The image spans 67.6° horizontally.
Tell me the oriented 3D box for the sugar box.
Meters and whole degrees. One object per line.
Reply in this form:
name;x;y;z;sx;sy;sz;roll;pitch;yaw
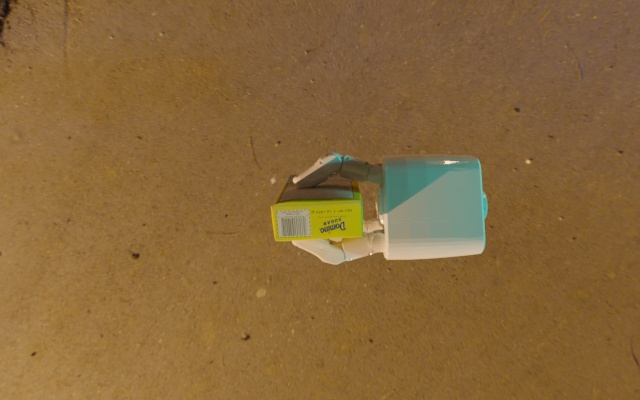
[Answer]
sugar box;0.000;0.002;0.565;0.093;0.048;0.176;-2;10;3
